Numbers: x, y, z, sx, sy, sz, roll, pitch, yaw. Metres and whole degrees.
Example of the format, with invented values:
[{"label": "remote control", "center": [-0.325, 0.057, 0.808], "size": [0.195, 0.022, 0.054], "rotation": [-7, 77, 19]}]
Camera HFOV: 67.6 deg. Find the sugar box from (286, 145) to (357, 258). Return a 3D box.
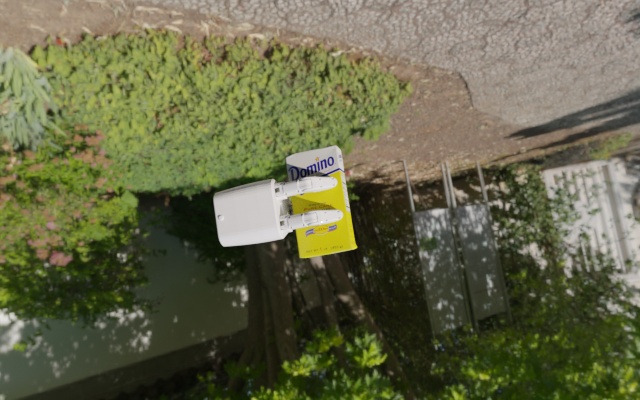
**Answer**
[{"label": "sugar box", "center": [0.000, 0.003, 0.803], "size": [0.093, 0.176, 0.048], "rotation": [-11, -6, 13]}]
